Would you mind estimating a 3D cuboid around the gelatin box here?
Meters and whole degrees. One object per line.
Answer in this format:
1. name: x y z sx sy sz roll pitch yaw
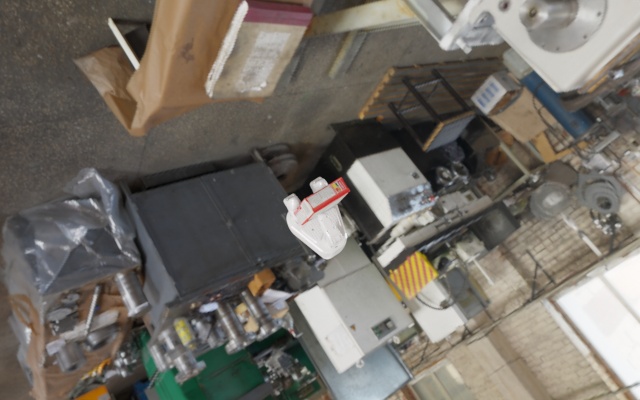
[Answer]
1. gelatin box: 0.000 0.003 0.779 0.073 0.030 0.089 -31 -6 -21
